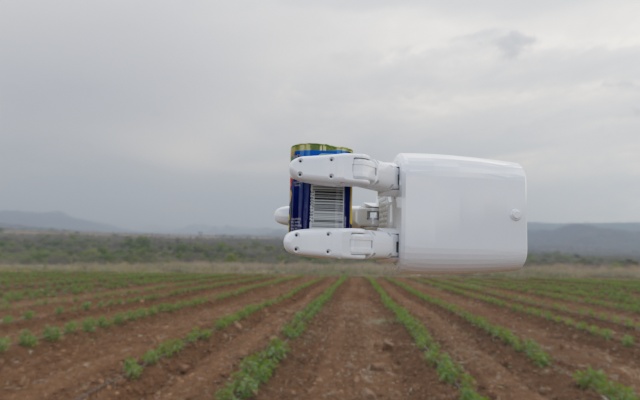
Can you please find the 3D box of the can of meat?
[{"bbox_3d":[0.000,0.001,0.416,0.057,0.084,0.102,2,-6,-1],"label":"can of meat"}]
